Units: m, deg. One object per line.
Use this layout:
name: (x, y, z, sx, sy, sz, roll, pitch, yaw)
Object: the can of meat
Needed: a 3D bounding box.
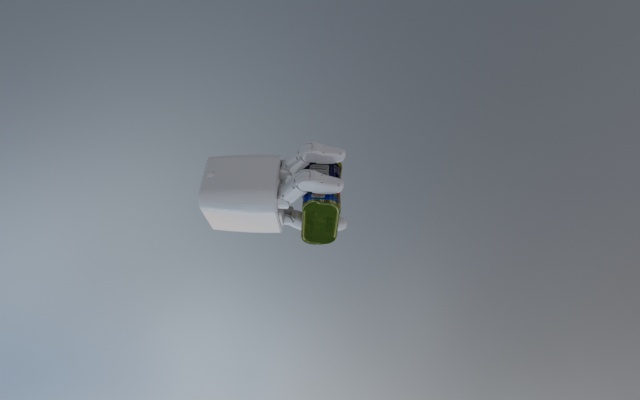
can of meat: (0.000, 0.003, 0.682, 0.057, 0.083, 0.102, 3, -41, -1)
